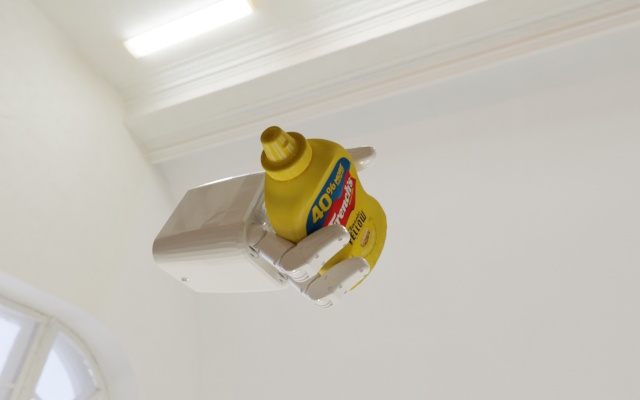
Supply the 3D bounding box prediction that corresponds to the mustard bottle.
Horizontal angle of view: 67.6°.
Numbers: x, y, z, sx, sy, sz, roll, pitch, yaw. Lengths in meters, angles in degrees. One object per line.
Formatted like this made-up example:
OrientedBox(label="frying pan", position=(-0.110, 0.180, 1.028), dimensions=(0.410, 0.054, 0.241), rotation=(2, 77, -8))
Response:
OrientedBox(label="mustard bottle", position=(0.000, 0.002, 0.428), dimensions=(0.058, 0.096, 0.192), rotation=(16, -24, 36))
